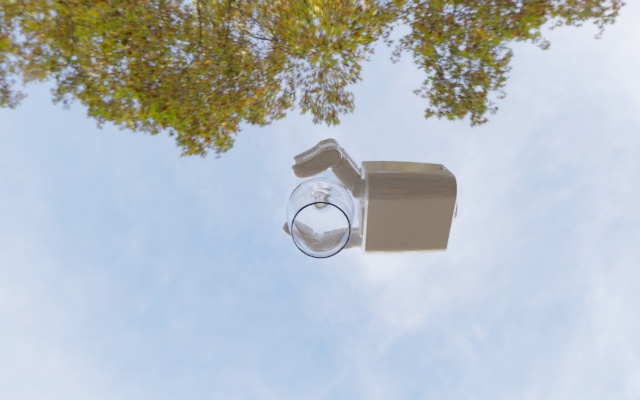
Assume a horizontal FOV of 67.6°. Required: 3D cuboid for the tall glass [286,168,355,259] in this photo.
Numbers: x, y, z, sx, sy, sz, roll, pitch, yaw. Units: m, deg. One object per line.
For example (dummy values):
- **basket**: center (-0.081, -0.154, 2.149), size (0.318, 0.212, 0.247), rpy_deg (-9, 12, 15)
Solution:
- **tall glass**: center (0.000, 0.002, 0.579), size (0.079, 0.079, 0.201), rpy_deg (0, 17, 0)
